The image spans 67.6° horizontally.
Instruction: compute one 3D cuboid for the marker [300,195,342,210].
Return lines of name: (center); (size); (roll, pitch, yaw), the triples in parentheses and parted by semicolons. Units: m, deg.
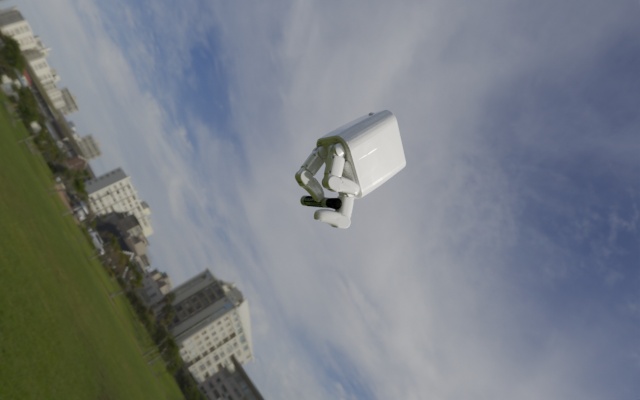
marker: (0.000, 0.003, 0.789); (0.020, 0.020, 0.121); (0, 2, -27)
